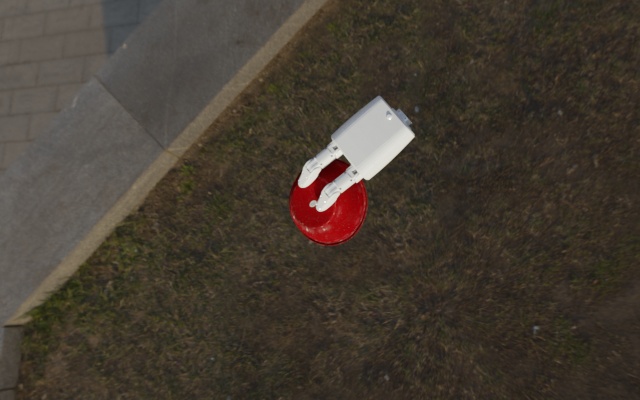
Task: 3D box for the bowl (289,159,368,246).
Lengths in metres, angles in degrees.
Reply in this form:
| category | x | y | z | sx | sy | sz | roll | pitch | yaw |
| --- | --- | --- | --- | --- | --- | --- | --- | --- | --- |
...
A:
| category | x | y | z | sx | sy | sz | roll | pitch | yaw |
| --- | --- | --- | --- | --- | --- | --- | --- | --- | --- |
| bowl | -0.001 | 0.004 | 0.854 | 0.162 | 0.162 | 0.055 | 0 | 1 | 30 |
